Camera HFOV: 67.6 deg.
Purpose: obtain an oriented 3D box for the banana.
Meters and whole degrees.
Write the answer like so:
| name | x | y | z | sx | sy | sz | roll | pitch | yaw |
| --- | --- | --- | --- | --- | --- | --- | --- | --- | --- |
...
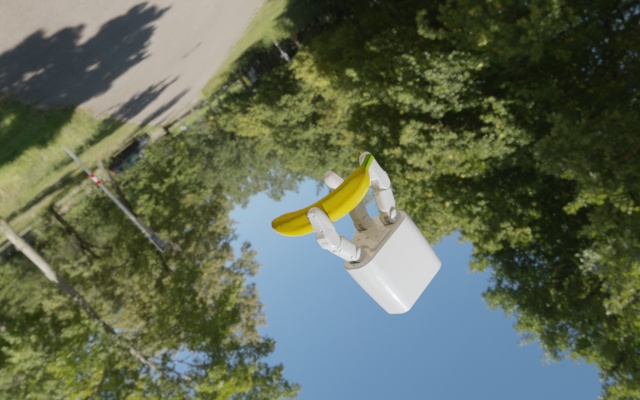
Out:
| name | x | y | z | sx | sy | sz | roll | pitch | yaw |
| --- | --- | --- | --- | --- | --- | --- | --- | --- | --- |
| banana | 0.000 | 0.011 | 0.675 | 0.198 | 0.037 | 0.069 | -32 | 24 | 26 |
